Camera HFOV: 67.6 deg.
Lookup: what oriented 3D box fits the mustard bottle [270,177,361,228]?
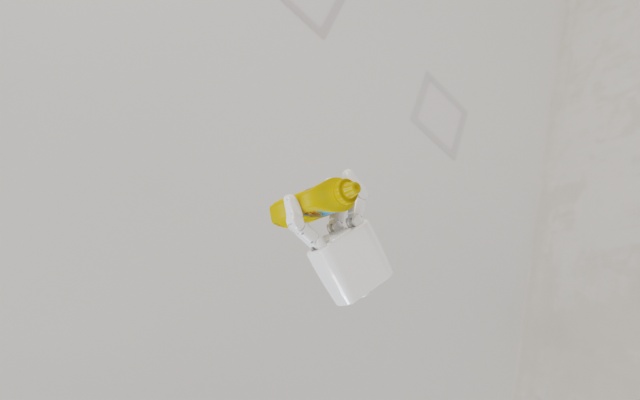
[{"bbox_3d":[0.000,0.002,0.806,0.096,0.058,0.192,-3,-11,-37],"label":"mustard bottle"}]
